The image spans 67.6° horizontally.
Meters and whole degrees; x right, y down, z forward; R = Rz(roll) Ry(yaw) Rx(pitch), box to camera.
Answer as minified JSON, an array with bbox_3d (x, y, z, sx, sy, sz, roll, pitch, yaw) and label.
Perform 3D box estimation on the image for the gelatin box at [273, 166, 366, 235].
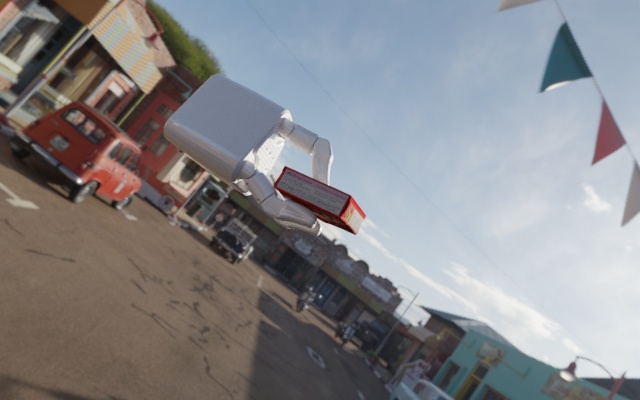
[{"bbox_3d":[0.001,0.001,0.534,0.089,0.030,0.073,24,-10,24],"label":"gelatin box"}]
